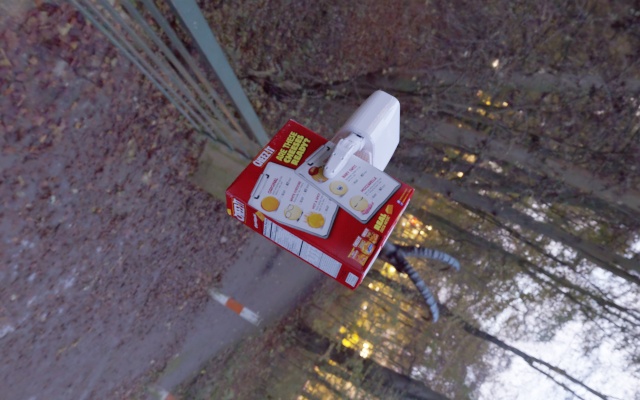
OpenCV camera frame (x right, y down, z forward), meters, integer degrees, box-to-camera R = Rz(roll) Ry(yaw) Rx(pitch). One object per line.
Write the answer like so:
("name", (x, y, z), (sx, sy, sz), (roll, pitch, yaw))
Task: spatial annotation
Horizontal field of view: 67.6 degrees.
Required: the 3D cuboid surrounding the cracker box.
("cracker box", (0.000, 0.002, 0.678), (0.213, 0.164, 0.072), (30, -33, 10))
